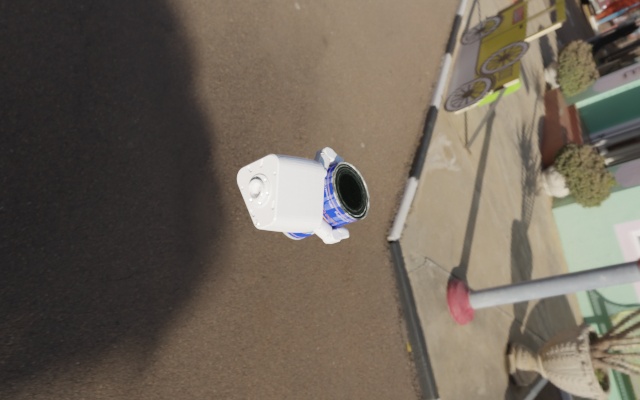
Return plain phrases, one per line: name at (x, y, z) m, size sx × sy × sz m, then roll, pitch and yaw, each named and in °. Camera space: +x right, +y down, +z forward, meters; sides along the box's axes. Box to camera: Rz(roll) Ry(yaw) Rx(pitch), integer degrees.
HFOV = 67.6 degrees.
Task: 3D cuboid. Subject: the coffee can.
coffee can at (0.000, 0.003, 0.840) m, size 0.140 × 0.103 × 0.103 m, roll -20°, pitch -12°, yaw 36°
